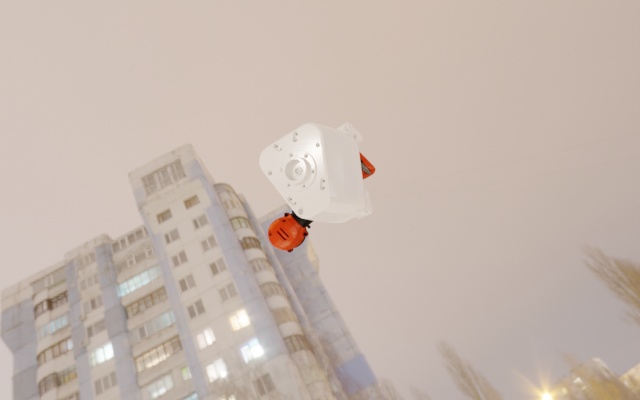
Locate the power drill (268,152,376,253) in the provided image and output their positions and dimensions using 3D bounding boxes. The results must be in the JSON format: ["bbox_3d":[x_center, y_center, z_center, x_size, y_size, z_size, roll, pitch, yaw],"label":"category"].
[{"bbox_3d":[0.000,0.002,0.742,0.057,0.187,0.184,44,1,1],"label":"power drill"}]
